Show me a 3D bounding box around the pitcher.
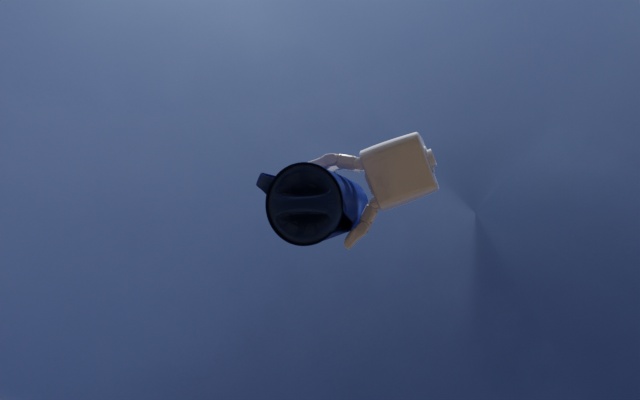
[{"bbox_3d":[0.000,0.003,0.864,0.145,0.149,0.243,-22,-8,17],"label":"pitcher"}]
